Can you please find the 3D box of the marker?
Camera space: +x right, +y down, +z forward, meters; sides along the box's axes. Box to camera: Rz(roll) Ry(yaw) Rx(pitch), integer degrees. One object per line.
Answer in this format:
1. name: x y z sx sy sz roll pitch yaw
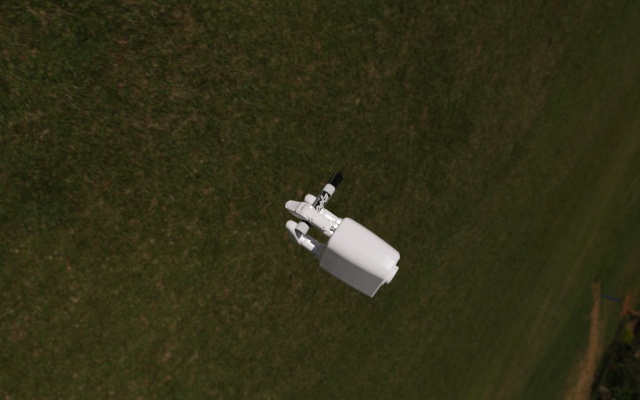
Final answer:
1. marker: 0.000 0.003 0.784 0.020 0.121 0.020 32 -14 9
